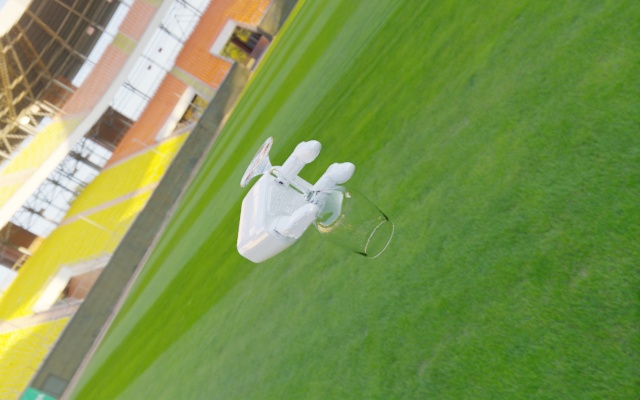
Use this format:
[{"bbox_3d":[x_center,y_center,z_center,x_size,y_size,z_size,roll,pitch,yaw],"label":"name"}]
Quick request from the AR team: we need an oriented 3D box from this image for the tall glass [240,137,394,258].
[{"bbox_3d":[0.000,0.002,0.626,0.201,0.079,0.079,32,-10,-16],"label":"tall glass"}]
